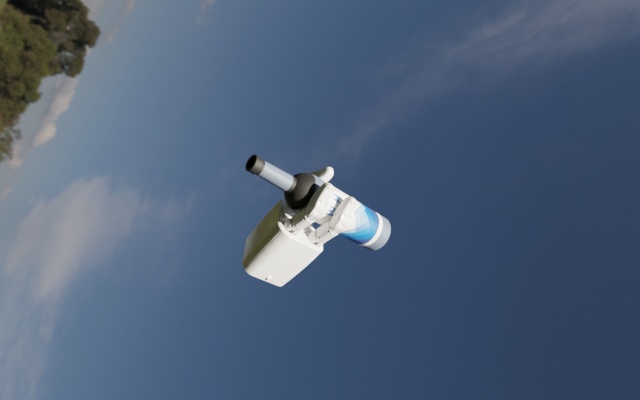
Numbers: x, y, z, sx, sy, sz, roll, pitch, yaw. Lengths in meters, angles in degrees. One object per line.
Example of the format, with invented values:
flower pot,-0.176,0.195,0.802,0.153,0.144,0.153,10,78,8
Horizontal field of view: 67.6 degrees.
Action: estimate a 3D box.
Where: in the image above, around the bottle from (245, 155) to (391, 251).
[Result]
bottle,0.000,0.003,0.796,0.296,0.069,0.069,30,-18,-36
